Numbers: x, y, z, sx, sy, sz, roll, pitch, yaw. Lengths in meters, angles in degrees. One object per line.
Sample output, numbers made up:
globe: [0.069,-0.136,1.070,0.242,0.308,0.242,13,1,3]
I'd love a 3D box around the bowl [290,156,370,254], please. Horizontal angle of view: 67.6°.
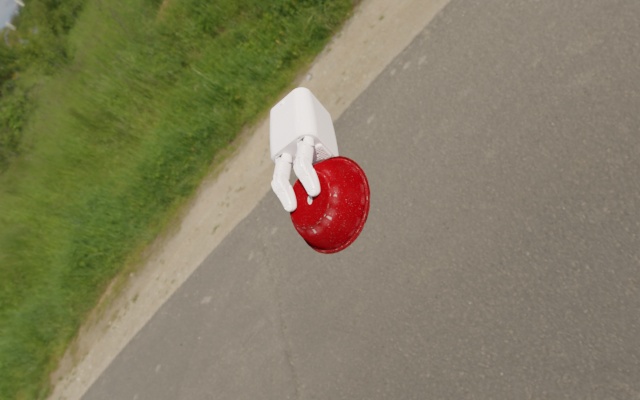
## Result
bowl: [0.000,0.003,0.758,0.162,0.162,0.055,0,-9,45]
